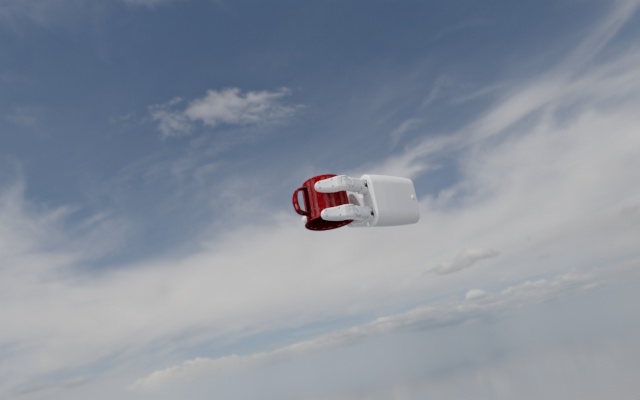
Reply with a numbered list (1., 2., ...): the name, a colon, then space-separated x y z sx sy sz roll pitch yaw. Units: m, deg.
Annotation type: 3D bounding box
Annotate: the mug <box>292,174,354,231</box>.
1. mug: -0.001 0.003 0.876 0.117 0.081 0.093 2 -24 -31
